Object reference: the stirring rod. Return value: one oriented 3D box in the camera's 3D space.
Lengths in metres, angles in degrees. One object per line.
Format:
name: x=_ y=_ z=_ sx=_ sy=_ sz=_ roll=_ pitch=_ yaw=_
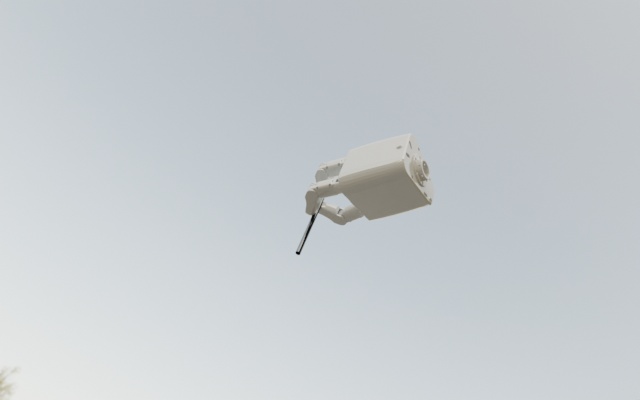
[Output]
stirring rod: x=0.000 y=0.003 z=0.797 sx=0.011 sy=0.011 sz=0.239 roll=0 pitch=39 yaw=21
